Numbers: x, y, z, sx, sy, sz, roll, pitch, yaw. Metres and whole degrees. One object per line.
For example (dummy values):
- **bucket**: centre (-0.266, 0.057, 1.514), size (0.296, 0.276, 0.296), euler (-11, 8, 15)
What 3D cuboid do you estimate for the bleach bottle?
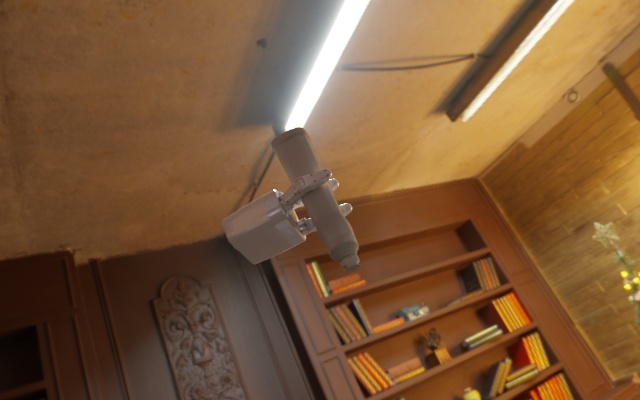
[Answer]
- **bleach bottle**: centre (0.000, 0.003, 0.803), size (0.068, 0.250, 0.103), euler (-27, -23, 4)
